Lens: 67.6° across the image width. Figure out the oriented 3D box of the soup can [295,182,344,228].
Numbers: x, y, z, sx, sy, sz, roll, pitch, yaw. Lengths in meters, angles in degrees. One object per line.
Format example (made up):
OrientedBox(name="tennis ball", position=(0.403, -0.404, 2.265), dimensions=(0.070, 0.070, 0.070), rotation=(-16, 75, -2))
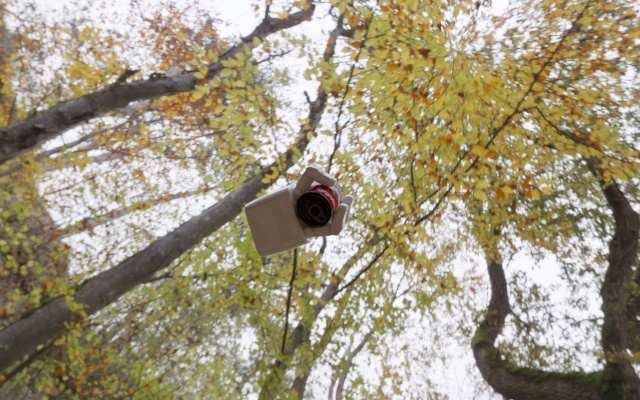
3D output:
OrientedBox(name="soup can", position=(0.001, 0.003, 0.880), dimensions=(0.068, 0.068, 0.102), rotation=(0, 17, 16))
